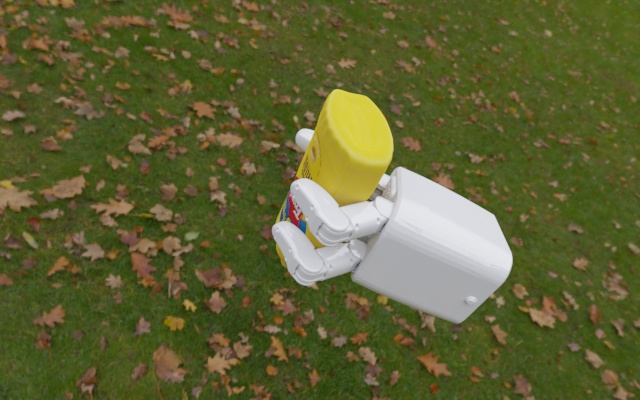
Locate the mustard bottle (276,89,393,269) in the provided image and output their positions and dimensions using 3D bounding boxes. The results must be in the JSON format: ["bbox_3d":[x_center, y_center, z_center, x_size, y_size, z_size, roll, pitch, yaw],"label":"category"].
[{"bbox_3d":[0.000,0.001,0.441,0.058,0.096,0.192,8,-46,-20],"label":"mustard bottle"}]
